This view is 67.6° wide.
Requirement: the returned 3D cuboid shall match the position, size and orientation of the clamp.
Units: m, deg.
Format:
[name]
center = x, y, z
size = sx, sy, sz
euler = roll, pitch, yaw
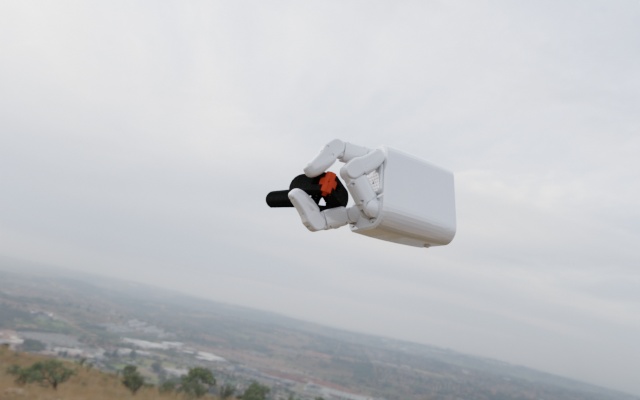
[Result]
[clamp]
center = 0.000, 0.001, 0.651
size = 0.120, 0.039, 0.171
euler = 16, -14, -18
